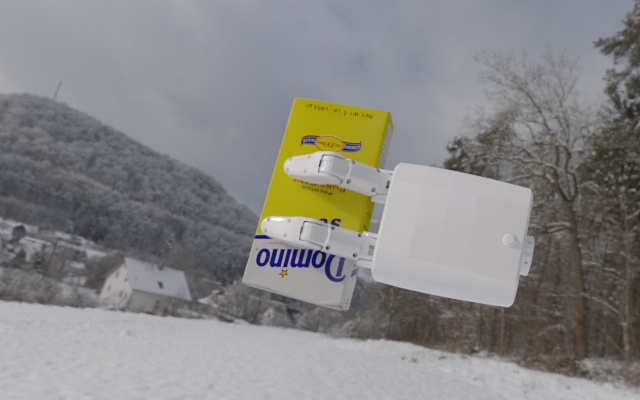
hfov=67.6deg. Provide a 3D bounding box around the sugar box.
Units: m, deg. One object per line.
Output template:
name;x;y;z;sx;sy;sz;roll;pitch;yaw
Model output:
sugar box;0.000;0.001;0.429;0.093;0.176;0.048;11;-12;16
